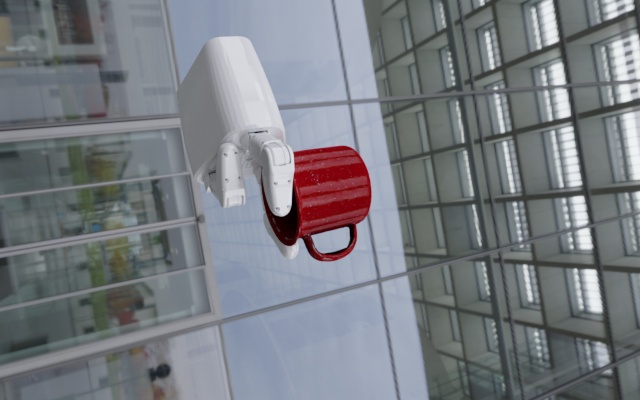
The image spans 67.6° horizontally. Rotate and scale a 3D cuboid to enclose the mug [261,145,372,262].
[{"bbox_3d":[0.001,0.003,0.462,0.081,0.117,0.093,-11,-19,-25],"label":"mug"}]
